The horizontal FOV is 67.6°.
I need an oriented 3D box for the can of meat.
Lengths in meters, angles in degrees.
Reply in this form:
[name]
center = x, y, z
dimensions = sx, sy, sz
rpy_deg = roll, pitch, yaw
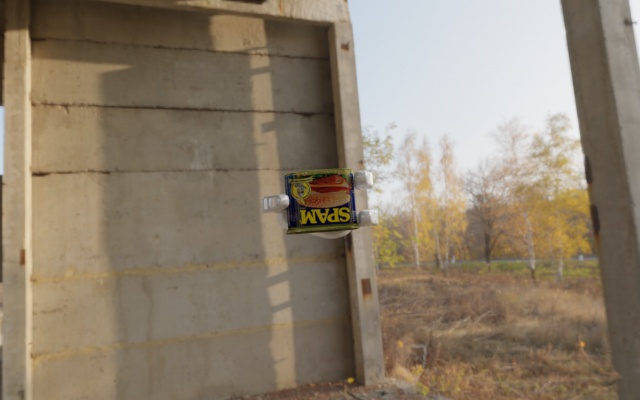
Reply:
[can of meat]
center = 0.000, 0.002, 0.672
dimensions = 0.102, 0.084, 0.057
rpy_deg = -3, -7, -9
